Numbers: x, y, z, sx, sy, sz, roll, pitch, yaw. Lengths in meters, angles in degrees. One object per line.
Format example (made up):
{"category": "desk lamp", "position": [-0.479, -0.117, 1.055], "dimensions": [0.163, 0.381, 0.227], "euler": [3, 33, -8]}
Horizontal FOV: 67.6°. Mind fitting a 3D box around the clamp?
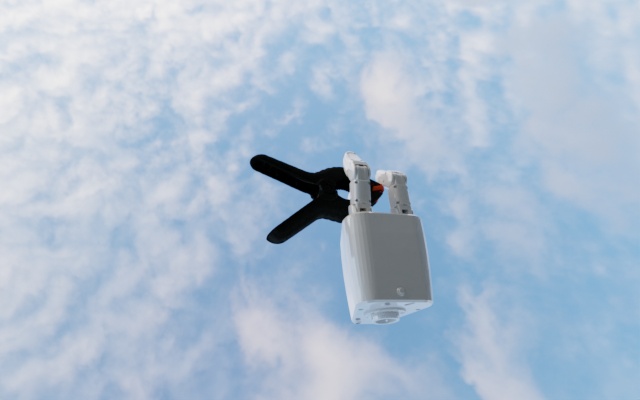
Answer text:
{"category": "clamp", "position": [0.000, 0.002, 0.582], "dimensions": [0.171, 0.120, 0.039], "euler": [4, -29, -17]}
